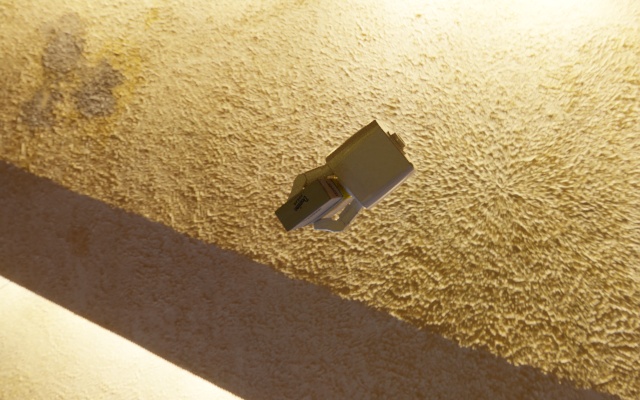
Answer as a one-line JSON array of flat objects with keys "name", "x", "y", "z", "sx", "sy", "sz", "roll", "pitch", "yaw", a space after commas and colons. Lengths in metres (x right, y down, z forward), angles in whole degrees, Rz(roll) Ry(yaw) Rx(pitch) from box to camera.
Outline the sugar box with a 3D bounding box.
[{"name": "sugar box", "x": 0.000, "y": 0.002, "z": 0.810, "sx": 0.093, "sy": 0.048, "sz": 0.176, "roll": -37, "pitch": -11, "yaw": 17}]
